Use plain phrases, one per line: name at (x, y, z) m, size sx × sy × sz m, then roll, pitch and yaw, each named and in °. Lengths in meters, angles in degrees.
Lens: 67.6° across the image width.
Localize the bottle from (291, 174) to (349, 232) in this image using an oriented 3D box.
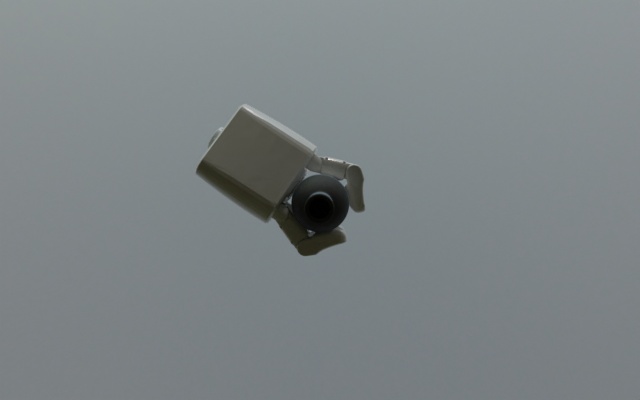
bottle at (0.000, 0.002, 0.580) m, size 0.069 × 0.069 × 0.295 m, roll 0°, pitch 2°, yaw 0°
